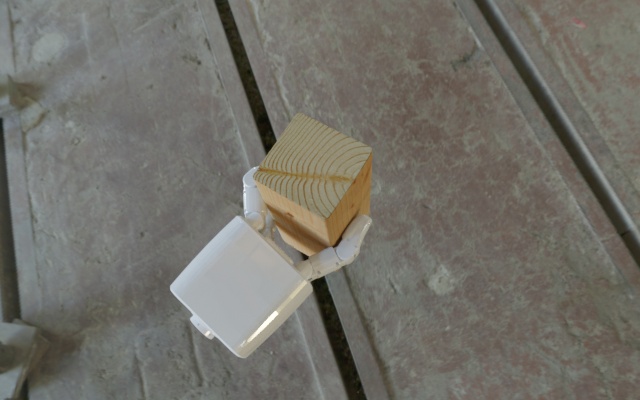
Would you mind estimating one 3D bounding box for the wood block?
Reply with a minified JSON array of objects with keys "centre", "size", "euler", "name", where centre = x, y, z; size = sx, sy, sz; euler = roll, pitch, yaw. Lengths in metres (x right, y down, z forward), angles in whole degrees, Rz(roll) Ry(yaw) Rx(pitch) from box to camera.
[{"centre":[0.000,0.002,0.562],"size":[0.091,0.090,0.206],"euler":[29,-17,15],"name":"wood block"}]
